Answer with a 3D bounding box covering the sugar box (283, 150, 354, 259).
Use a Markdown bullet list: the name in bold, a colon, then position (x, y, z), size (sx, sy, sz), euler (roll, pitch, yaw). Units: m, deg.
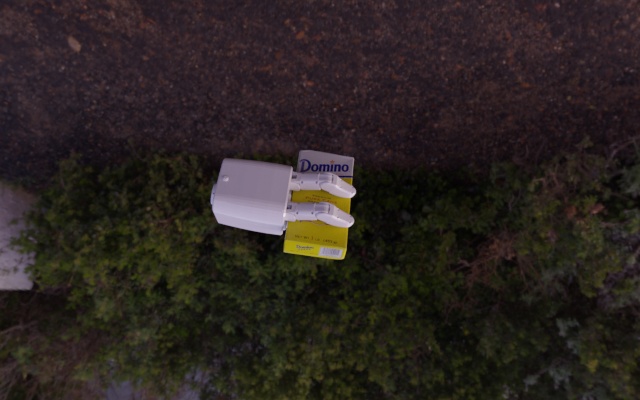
- **sugar box**: position (0.000, 0.002, 0.751), size (0.093, 0.176, 0.048), euler (8, -32, -3)
